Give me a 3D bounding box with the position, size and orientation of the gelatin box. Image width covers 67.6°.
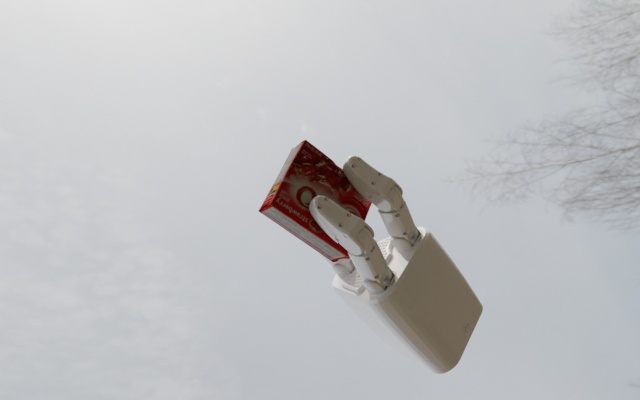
[{"bbox_3d":[0.000,0.001,0.429,0.089,0.073,0.030,36,-29,-18],"label":"gelatin box"}]
